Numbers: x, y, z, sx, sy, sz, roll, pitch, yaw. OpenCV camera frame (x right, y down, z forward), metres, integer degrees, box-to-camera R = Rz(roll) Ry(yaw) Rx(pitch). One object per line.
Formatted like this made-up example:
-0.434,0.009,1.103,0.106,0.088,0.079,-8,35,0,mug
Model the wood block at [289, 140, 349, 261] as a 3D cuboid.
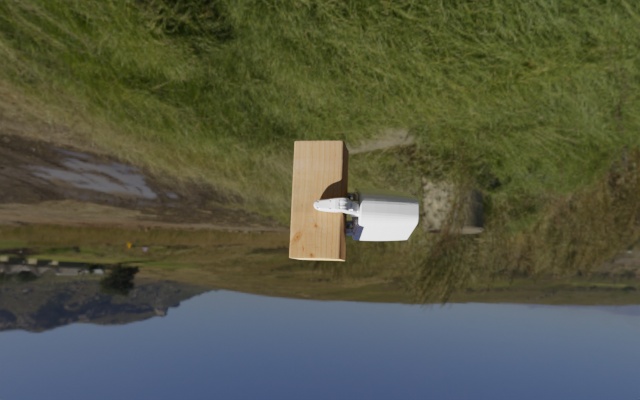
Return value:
0.000,0.003,0.862,0.090,0.206,0.091,1,-9,9,wood block
